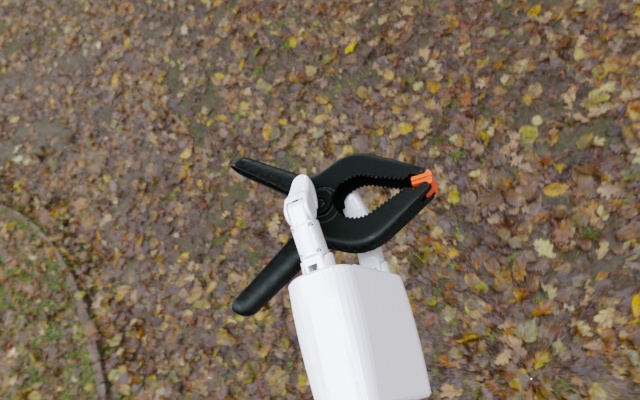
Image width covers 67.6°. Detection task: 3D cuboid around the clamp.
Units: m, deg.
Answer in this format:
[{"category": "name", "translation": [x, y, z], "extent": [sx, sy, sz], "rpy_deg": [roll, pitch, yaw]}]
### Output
[{"category": "clamp", "translation": [0.000, 0.001, 0.447], "extent": [0.210, 0.164, 0.036], "rpy_deg": [-22, -28, 15]}]
